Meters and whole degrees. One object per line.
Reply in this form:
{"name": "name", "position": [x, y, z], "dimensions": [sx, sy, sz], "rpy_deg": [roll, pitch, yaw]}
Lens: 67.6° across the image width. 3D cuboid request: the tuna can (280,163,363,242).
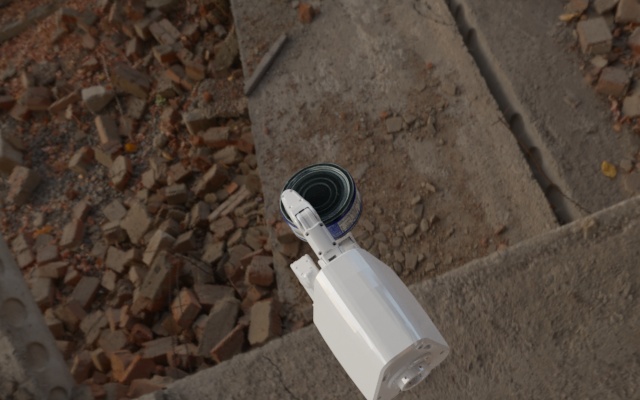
{"name": "tuna can", "position": [0.000, 0.001, 0.515], "dimensions": [0.086, 0.086, 0.034], "rpy_deg": [0, -33, 21]}
